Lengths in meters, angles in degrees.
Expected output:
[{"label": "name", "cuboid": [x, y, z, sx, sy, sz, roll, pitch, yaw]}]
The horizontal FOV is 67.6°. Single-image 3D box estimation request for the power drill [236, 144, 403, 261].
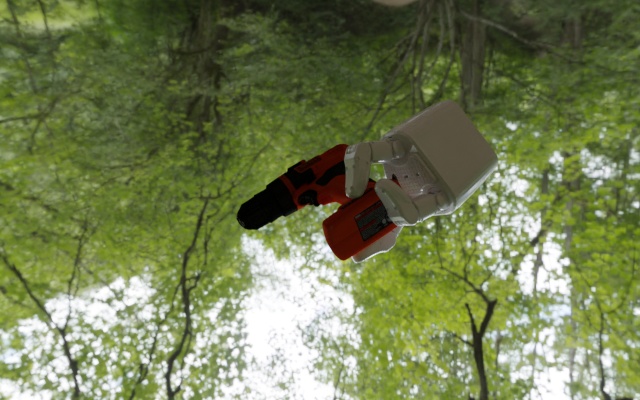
[{"label": "power drill", "cuboid": [0.001, 0.002, 0.583, 0.184, 0.057, 0.187, -33, 31, -14]}]
